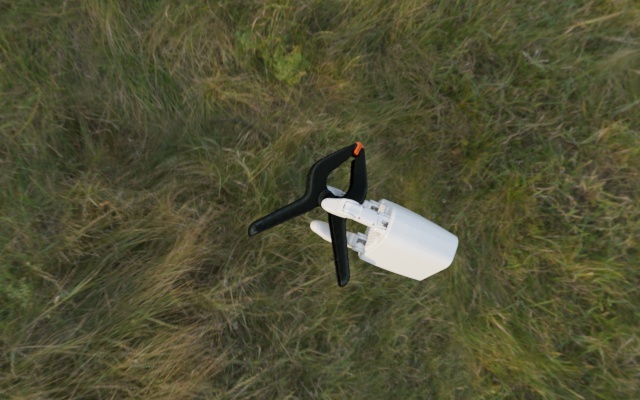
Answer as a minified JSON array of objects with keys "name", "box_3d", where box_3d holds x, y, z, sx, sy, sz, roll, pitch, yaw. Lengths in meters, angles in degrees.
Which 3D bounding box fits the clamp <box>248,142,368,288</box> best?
[{"name":"clamp","box_3d":[0.001,0.002,0.704,0.164,0.210,0.036,24,-10,-10]}]
